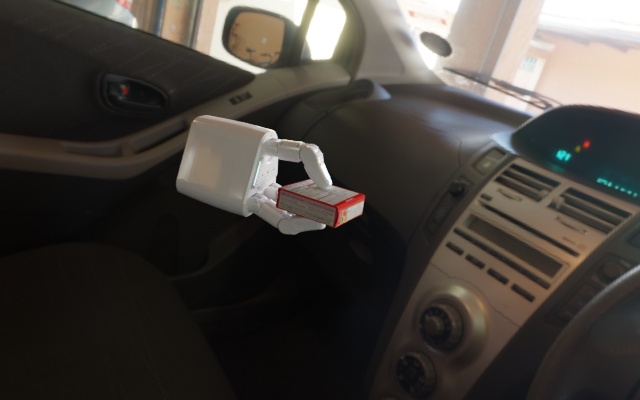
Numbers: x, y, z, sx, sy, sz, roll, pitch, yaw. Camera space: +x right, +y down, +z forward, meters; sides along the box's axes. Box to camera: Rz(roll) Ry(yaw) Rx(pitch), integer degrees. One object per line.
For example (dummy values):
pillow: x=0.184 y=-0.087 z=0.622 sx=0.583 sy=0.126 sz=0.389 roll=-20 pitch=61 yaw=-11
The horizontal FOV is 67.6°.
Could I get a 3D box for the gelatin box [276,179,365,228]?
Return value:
gelatin box: x=0.000 y=0.002 z=0.602 sx=0.089 sy=0.030 sz=0.073 roll=17 pitch=20 yaw=27
